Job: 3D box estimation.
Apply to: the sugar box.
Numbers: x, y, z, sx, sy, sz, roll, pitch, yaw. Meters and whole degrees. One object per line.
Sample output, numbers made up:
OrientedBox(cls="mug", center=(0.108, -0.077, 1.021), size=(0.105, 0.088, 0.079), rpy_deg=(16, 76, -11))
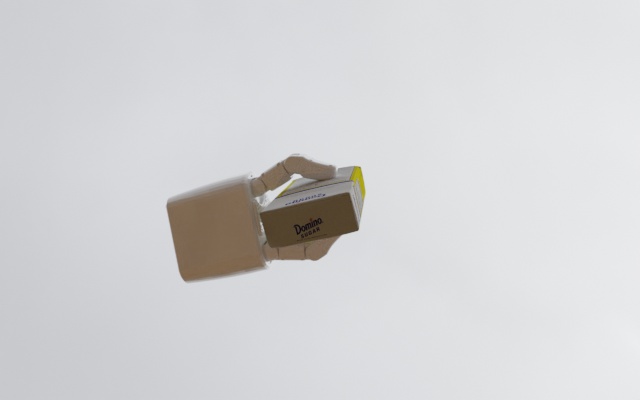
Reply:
OrientedBox(cls="sugar box", center=(0.000, 0.002, 0.535), size=(0.093, 0.048, 0.176), rpy_deg=(-13, 13, 11))
